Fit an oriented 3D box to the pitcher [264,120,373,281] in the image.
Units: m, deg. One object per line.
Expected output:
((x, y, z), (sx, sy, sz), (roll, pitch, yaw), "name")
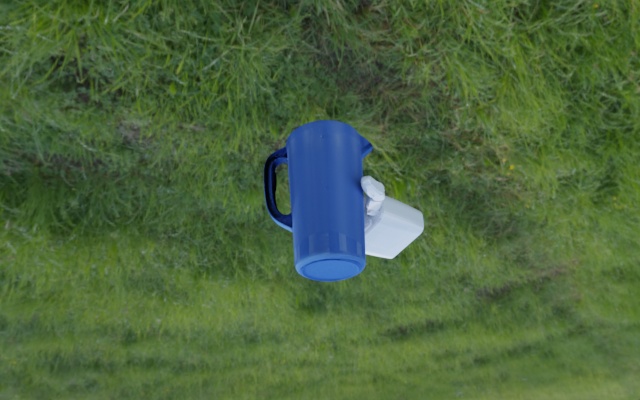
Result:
((0.000, 0.003, 0.779), (0.145, 0.242, 0.149), (19, -36, -33), "pitcher")
